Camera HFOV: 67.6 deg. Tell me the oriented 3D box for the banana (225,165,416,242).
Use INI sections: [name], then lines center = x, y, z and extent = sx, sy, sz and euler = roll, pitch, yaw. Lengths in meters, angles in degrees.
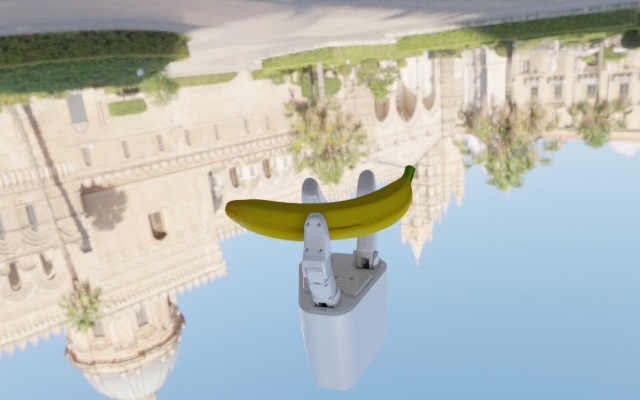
[banana]
center = 0.007, 0.011, 0.464
extent = 0.198, 0.037, 0.069
euler = -10, 34, -6
